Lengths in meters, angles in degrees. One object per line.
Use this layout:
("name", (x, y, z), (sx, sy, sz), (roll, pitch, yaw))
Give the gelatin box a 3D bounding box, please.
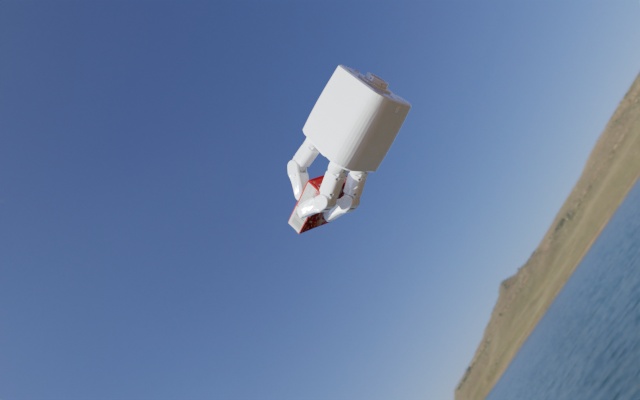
("gelatin box", (0.000, 0.002, 0.707), (0.073, 0.089, 0.030), (-19, 55, -46))
